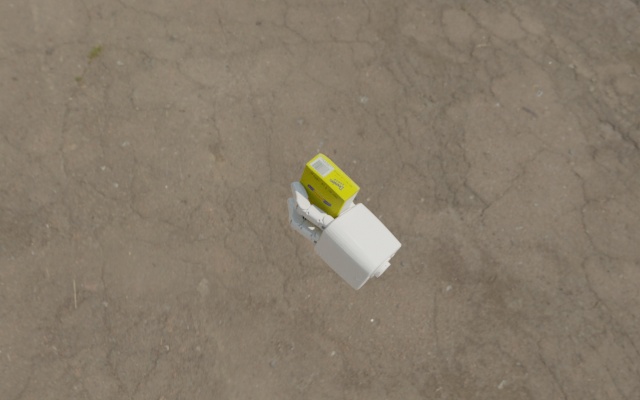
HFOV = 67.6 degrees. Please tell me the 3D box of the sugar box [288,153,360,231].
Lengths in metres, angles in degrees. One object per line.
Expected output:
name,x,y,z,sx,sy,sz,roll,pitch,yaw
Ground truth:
sugar box,0.000,0.003,0.853,0.048,0.093,0.176,-38,-15,-32
